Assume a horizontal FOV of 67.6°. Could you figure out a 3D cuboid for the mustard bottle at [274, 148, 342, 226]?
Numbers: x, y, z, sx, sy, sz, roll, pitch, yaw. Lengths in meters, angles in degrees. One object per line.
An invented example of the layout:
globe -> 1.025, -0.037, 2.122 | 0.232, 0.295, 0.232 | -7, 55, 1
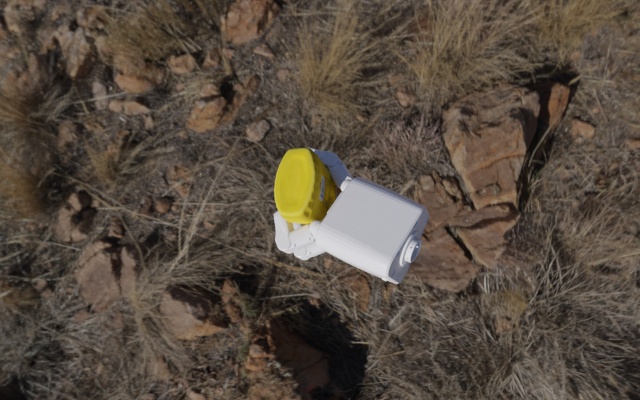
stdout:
mustard bottle -> 0.000, 0.002, 0.689 | 0.058, 0.096, 0.192 | -2, -18, 21
